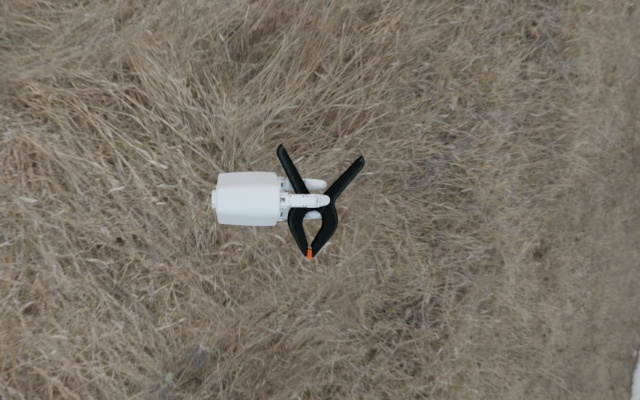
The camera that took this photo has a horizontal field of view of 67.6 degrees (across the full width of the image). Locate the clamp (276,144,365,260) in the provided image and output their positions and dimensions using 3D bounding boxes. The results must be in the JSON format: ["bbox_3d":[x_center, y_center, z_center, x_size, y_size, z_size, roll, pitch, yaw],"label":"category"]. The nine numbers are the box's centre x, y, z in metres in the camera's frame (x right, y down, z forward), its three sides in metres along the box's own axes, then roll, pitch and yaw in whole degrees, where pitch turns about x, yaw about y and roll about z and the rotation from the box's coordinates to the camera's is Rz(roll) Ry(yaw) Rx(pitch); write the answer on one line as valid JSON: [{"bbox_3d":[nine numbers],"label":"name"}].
[{"bbox_3d":[0.000,0.003,0.881,0.164,0.210,0.036,0,3,-9],"label":"clamp"}]
